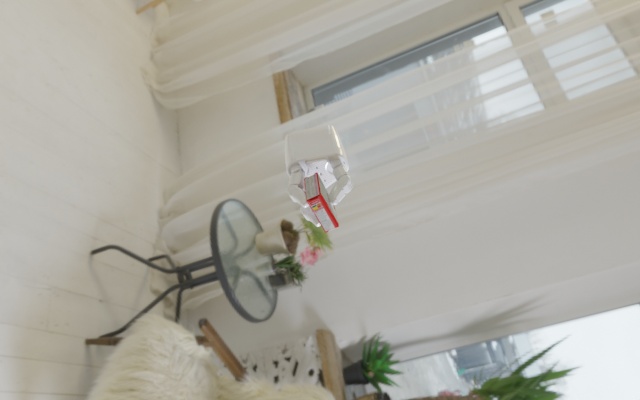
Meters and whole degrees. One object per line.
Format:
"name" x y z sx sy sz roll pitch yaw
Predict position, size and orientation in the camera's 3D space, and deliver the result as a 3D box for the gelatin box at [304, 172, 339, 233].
"gelatin box" 0.001 0.003 0.840 0.030 0.073 0.089 -25 28 8
